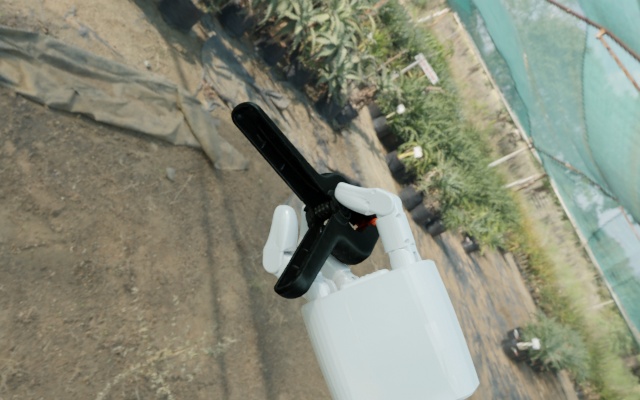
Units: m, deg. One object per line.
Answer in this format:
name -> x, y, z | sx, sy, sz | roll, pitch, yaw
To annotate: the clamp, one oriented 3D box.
clamp -> 0.001, 0.001, 0.438 | 0.036, 0.164, 0.210 | -26, -16, 24
